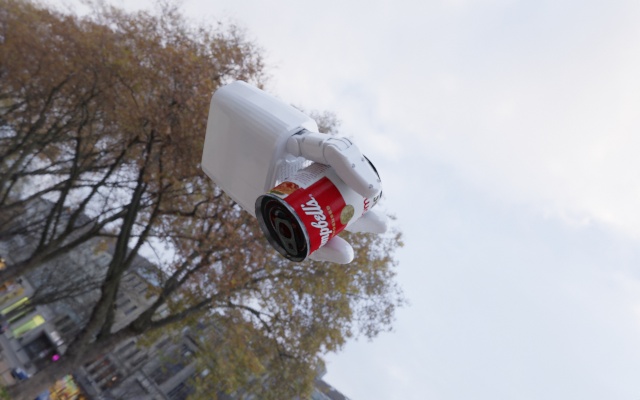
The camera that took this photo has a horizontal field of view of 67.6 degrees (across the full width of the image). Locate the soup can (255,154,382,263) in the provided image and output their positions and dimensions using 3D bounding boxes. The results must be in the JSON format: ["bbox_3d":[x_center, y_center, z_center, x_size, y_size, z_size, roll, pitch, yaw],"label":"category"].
[{"bbox_3d":[0.001,0.001,0.440,0.102,0.068,0.068,-34,20,-33],"label":"soup can"}]
